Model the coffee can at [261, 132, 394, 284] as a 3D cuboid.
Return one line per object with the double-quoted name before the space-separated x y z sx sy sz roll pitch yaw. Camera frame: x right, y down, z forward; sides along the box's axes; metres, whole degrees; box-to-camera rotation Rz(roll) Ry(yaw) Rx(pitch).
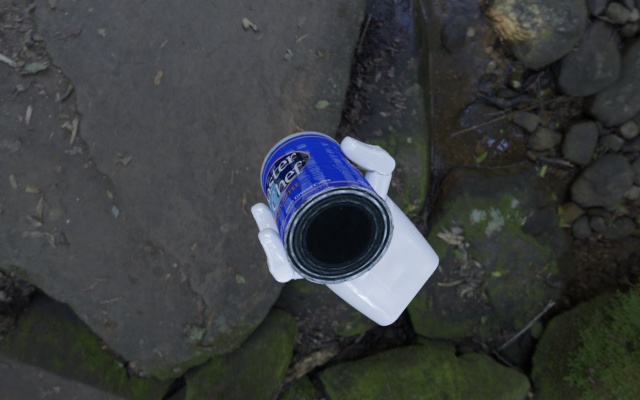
"coffee can" 0.000 0.001 0.483 0.103 0.103 0.140 0 27 -16
